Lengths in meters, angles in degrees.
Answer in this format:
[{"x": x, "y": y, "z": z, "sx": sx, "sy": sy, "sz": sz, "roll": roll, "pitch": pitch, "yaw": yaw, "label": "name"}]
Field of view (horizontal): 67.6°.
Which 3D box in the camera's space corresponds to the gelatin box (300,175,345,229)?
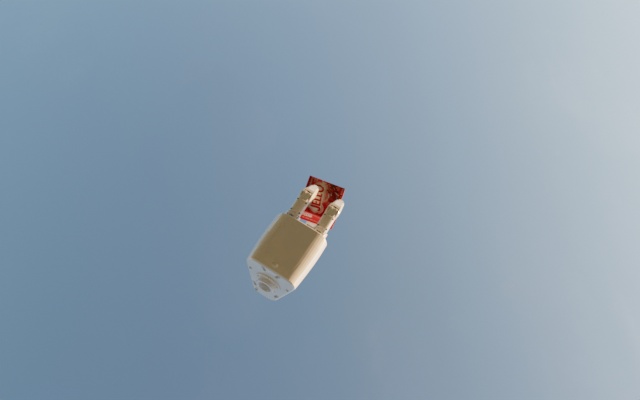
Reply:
[{"x": 0.000, "y": 0.003, "z": 0.895, "sx": 0.073, "sy": 0.089, "sz": 0.030, "roll": 20, "pitch": -40, "yaw": -1, "label": "gelatin box"}]
